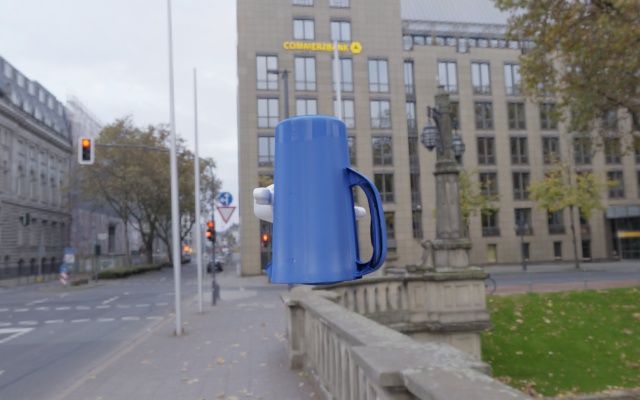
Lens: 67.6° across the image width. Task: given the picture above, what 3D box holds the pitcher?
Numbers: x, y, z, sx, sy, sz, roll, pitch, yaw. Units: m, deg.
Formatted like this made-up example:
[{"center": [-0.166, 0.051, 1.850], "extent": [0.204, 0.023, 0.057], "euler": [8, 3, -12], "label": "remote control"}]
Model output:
[{"center": [0.000, 0.002, 0.704], "extent": [0.149, 0.243, 0.145], "euler": [0, -6, -21], "label": "pitcher"}]
